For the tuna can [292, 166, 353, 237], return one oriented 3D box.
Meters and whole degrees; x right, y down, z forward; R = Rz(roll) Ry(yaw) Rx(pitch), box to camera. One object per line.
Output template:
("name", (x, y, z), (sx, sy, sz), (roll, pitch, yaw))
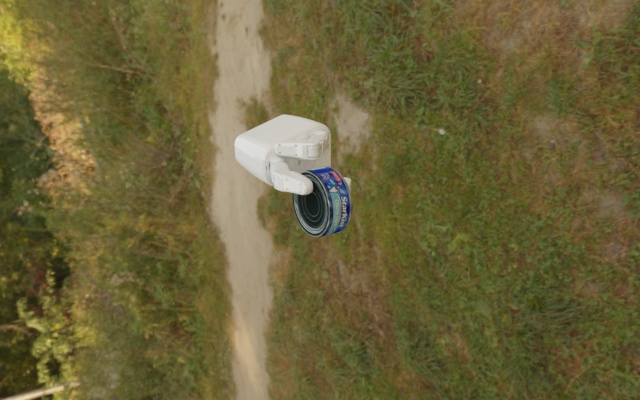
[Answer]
("tuna can", (0.000, 0.002, 0.594), (0.034, 0.086, 0.086), (-12, 7, -34))
